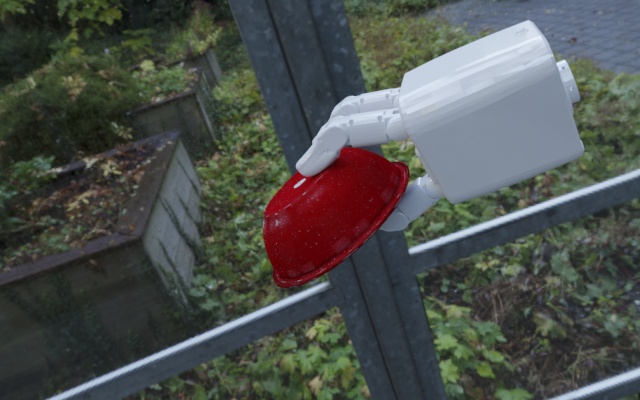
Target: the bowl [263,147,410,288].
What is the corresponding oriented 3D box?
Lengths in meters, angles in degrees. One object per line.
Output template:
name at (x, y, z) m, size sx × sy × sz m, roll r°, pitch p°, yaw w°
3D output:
bowl at (-0.001, 0.002, 0.436) m, size 0.162 × 0.055 × 0.162 m, roll -39°, pitch 15°, yaw 13°
